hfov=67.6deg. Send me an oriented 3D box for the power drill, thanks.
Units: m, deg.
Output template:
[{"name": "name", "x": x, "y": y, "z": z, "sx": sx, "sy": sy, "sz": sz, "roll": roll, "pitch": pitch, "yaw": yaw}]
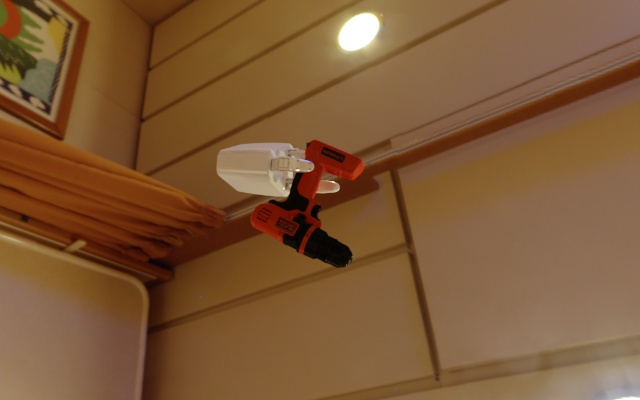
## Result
[{"name": "power drill", "x": 0.000, "y": 0.002, "z": 0.806, "sx": 0.184, "sy": 0.187, "sz": 0.057, "roll": 26, "pitch": -18, "yaw": 11}]
